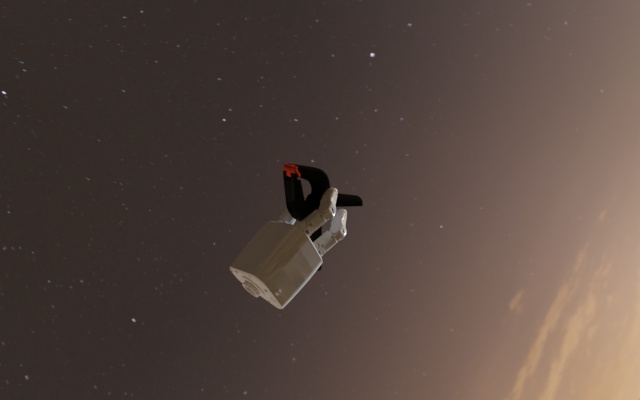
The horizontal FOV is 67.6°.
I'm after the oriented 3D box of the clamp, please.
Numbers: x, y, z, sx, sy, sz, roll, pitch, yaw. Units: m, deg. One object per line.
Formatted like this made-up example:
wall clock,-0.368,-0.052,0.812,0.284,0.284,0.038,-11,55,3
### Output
clamp,-0.001,0.002,0.823,0.036,0.164,0.210,17,-33,39
